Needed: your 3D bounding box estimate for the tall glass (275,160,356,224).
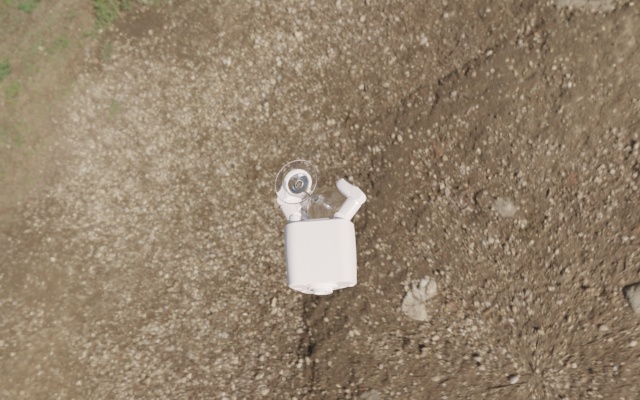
[{"bbox_3d":[0.000,0.002,0.832,0.079,0.079,0.201,0,-18,24],"label":"tall glass"}]
